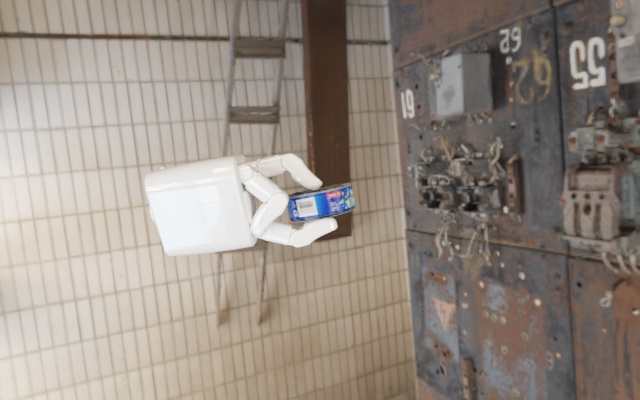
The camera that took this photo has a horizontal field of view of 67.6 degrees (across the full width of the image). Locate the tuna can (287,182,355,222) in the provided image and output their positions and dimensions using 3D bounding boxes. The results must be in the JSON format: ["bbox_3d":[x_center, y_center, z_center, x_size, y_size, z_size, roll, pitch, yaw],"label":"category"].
[{"bbox_3d":[0.000,0.003,0.604,0.086,0.034,0.086,-12,4,1],"label":"tuna can"}]
